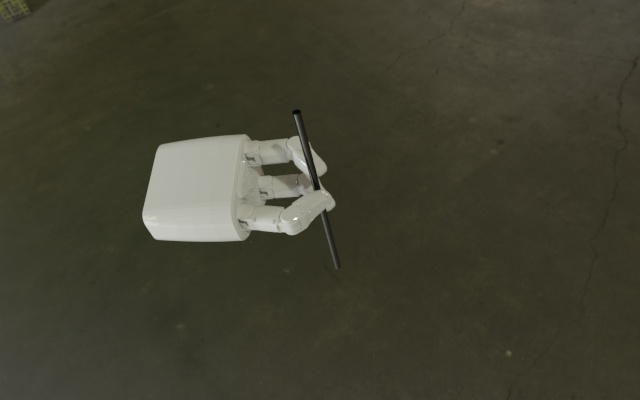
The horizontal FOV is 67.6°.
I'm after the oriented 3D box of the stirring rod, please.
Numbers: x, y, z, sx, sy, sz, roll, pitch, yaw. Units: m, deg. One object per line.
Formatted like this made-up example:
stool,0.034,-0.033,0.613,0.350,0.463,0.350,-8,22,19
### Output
stirring rod,0.000,0.002,0.517,0.011,0.011,0.240,0,-43,14
